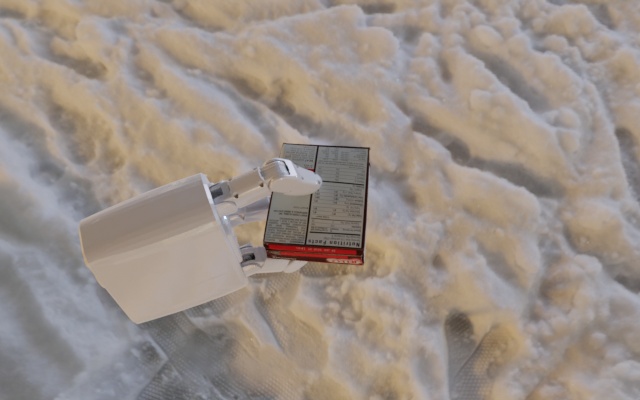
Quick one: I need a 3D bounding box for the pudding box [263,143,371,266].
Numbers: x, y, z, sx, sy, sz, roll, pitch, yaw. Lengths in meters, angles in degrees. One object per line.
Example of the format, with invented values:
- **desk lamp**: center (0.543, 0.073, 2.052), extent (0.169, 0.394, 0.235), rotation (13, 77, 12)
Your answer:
- **pudding box**: center (0.000, 0.001, 0.445), extent (0.090, 0.113, 0.039), rotation (4, -28, 5)
